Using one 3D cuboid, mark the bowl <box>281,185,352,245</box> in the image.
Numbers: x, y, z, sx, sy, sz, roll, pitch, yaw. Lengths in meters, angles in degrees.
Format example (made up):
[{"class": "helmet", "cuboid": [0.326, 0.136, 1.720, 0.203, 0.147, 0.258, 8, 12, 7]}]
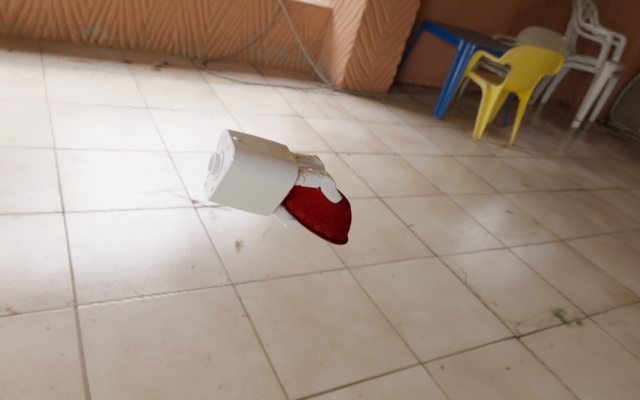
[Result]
[{"class": "bowl", "cuboid": [0.001, 0.003, 0.824, 0.162, 0.055, 0.162, 36, 16, -12]}]
